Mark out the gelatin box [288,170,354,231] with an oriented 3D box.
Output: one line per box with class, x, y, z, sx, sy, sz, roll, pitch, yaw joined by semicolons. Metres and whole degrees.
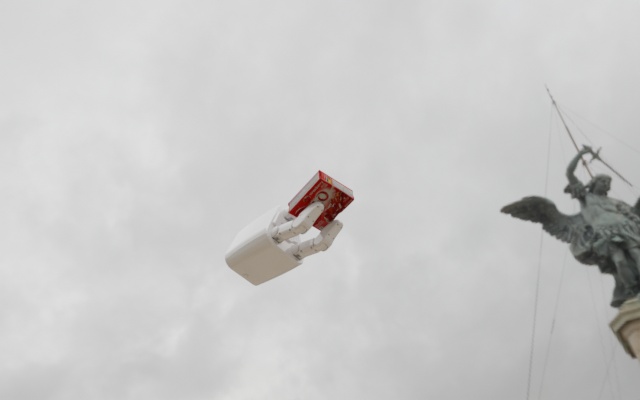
gelatin box;0.000;0.002;0.794;0.073;0.089;0.030;31;29;-25
